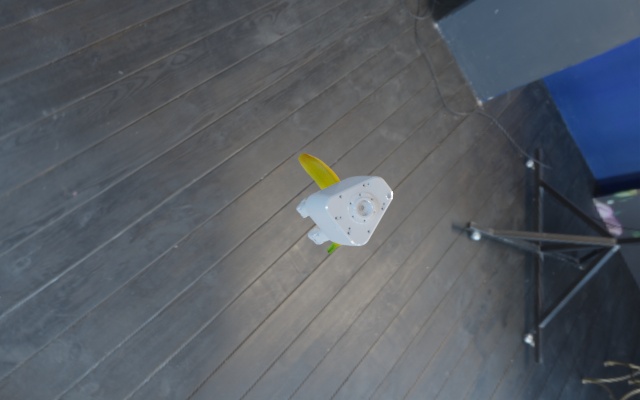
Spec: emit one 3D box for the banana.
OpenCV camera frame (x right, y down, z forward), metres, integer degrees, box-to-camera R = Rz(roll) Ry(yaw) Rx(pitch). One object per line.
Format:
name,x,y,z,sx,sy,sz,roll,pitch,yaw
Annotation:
banana,0.019,0.001,0.879,0.069,0.198,0.037,-16,9,2
